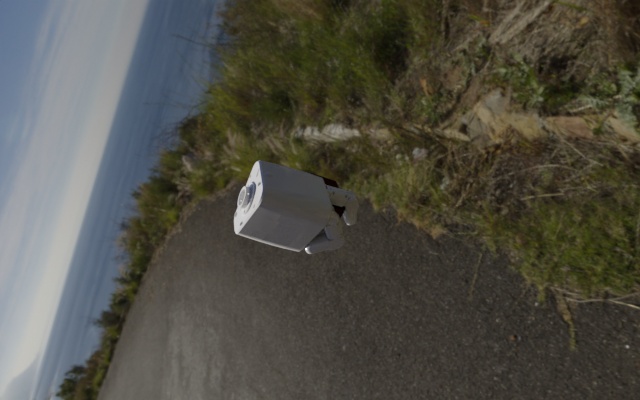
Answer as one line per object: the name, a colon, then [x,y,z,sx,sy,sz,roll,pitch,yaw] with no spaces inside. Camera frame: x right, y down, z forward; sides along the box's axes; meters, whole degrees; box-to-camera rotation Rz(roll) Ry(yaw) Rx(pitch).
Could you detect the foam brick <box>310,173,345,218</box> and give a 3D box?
foam brick: [0.000,0.002,0.777,0.051,0.053,0.078,16,32,-24]
